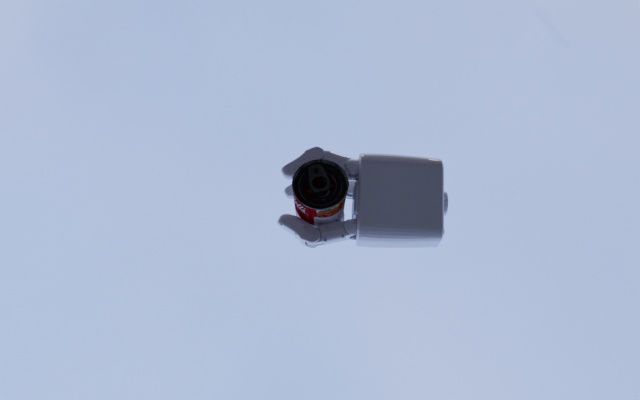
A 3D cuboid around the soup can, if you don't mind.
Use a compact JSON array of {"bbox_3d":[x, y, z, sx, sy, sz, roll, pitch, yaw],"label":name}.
[{"bbox_3d":[0.000,0.002,0.611,0.068,0.068,0.102,0,-26,0],"label":"soup can"}]
